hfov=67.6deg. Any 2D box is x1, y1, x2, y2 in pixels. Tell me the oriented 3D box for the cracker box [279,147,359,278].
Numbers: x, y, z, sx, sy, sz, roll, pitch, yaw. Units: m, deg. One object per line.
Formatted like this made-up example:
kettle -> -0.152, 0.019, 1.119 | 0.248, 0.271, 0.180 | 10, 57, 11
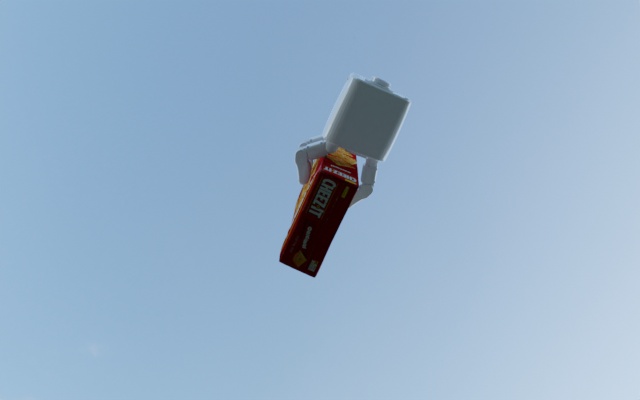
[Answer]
cracker box -> 0.000, 0.003, 0.800 | 0.072, 0.164, 0.213 | 23, 19, -4
